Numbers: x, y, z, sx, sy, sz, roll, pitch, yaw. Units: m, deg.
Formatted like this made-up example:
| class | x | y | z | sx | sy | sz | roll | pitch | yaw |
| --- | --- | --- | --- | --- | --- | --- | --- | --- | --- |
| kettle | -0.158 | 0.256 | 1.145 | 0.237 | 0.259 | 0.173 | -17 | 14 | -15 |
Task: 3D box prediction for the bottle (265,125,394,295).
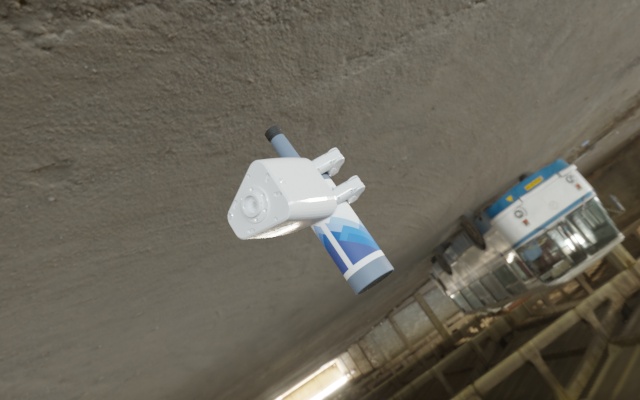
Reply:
| class | x | y | z | sx | sy | sz | roll | pitch | yaw |
| --- | --- | --- | --- | --- | --- | --- | --- | --- | --- |
| bottle | 0.000 | 0.003 | 0.733 | 0.069 | 0.295 | 0.069 | -31 | -18 | -11 |
